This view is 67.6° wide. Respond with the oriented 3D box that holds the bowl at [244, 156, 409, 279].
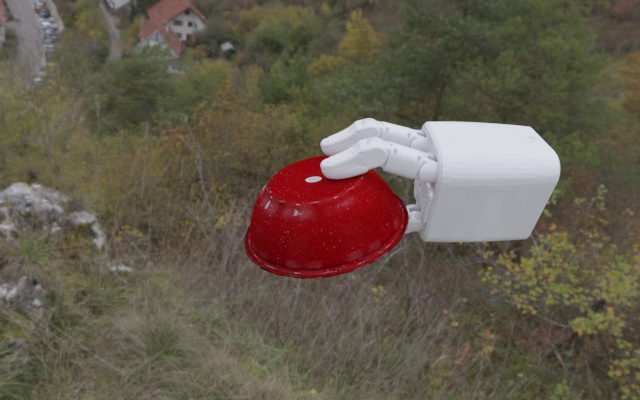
[{"bbox_3d":[-0.001,0.001,0.452,0.162,0.055,0.162,-9,30,5],"label":"bowl"}]
